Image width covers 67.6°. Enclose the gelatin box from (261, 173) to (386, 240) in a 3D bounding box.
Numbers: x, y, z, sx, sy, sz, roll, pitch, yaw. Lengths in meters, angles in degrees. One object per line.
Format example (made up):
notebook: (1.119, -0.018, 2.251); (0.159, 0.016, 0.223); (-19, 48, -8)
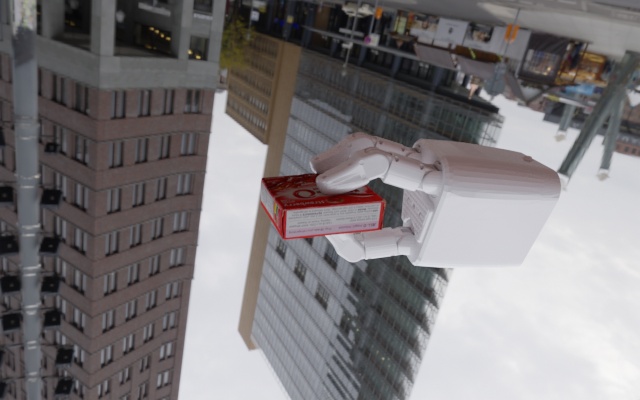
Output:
gelatin box: (0.000, 0.002, 0.407); (0.089, 0.030, 0.073); (-5, 24, -19)
